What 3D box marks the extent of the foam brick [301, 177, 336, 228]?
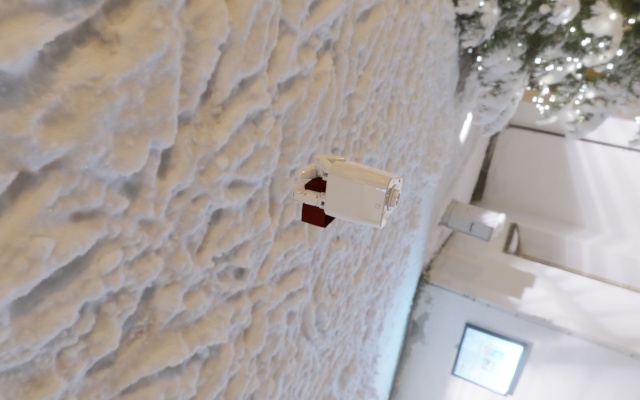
[{"bbox_3d":[0.000,0.003,0.886,0.051,0.078,0.053,16,27,19],"label":"foam brick"}]
